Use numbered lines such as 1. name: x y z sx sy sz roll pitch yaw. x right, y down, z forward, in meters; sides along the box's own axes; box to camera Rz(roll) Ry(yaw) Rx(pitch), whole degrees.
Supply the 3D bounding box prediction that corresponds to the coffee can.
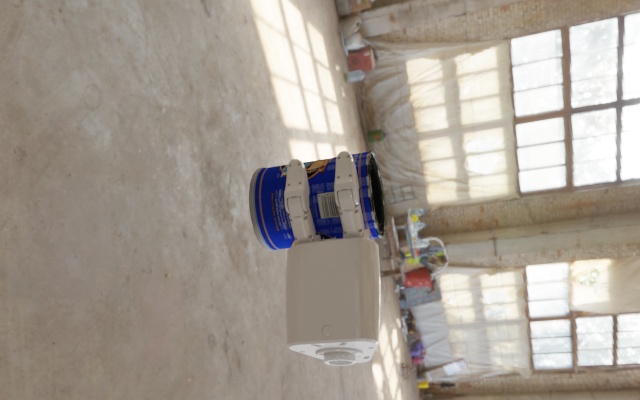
1. coffee can: 0.000 0.002 0.567 0.140 0.103 0.103 -8 -2 15
